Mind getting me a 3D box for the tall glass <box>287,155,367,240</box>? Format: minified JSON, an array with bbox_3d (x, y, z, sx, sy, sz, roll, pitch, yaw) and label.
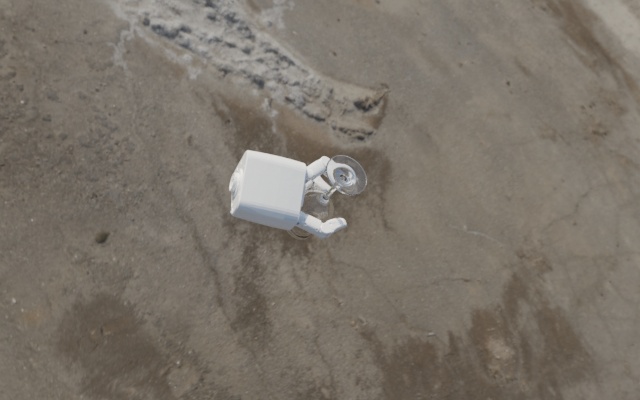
[{"bbox_3d":[0.001,0.003,0.850,0.079,0.079,0.201,0,-27,-28],"label":"tall glass"}]
